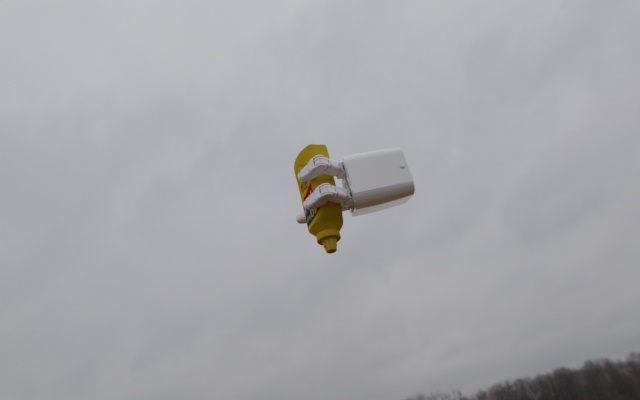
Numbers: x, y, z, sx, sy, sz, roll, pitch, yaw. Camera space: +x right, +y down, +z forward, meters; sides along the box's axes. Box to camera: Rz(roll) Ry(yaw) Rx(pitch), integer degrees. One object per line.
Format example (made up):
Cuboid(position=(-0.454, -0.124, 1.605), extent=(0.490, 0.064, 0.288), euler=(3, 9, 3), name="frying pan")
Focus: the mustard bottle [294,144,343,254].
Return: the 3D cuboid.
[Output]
Cuboid(position=(0.000, 0.003, 0.835), extent=(0.058, 0.191, 0.096), euler=(0, -31, -24), name="mustard bottle")
